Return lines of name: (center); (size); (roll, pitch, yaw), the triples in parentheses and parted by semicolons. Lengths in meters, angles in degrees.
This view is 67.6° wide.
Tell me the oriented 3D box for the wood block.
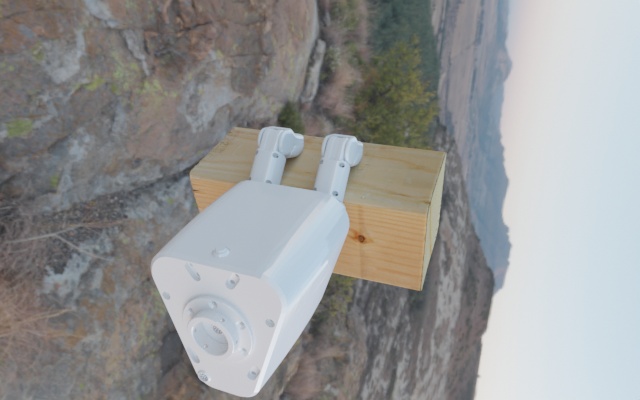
wood block: (0.000, 0.002, 0.437); (0.206, 0.091, 0.090); (10, 40, 18)
